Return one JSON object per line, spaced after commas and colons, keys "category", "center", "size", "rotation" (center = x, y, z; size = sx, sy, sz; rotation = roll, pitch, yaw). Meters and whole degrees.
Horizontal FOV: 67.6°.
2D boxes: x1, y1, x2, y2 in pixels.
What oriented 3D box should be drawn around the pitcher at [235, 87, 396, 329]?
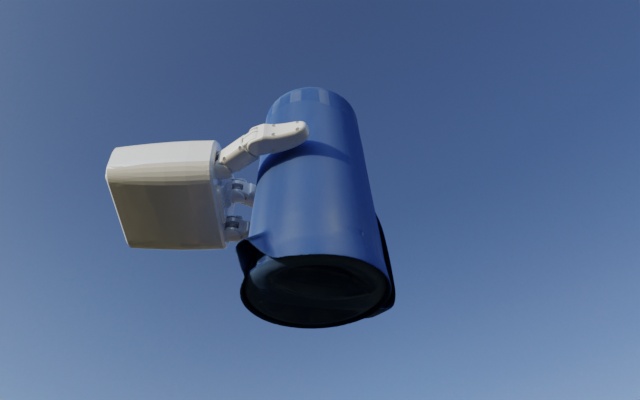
{"category": "pitcher", "center": [0.000, 0.002, 0.498], "size": [0.145, 0.242, 0.149], "rotation": [-3, -40, 2]}
